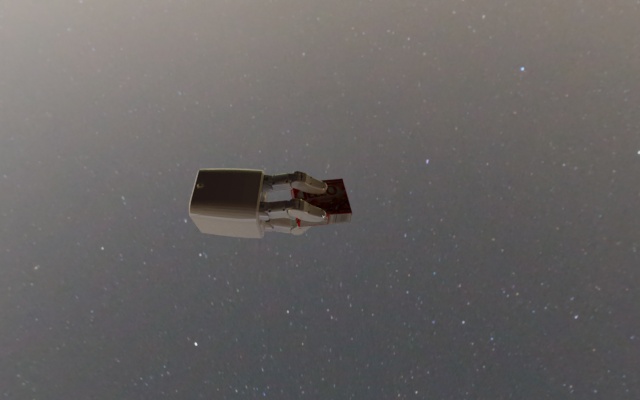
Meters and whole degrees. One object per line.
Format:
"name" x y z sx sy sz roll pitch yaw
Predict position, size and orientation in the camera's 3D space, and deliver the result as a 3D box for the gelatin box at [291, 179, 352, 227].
"gelatin box" 0.000 0.003 0.776 0.089 0.073 0.030 -5 -38 -12
